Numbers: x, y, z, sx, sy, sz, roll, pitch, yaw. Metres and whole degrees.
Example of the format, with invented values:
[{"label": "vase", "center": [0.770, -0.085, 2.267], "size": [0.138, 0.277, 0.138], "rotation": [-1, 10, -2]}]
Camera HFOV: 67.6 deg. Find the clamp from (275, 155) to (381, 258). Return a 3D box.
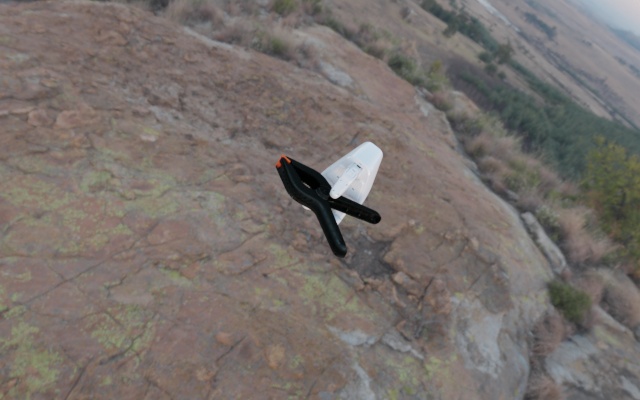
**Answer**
[{"label": "clamp", "center": [0.000, 0.002, 0.822], "size": [0.210, 0.036, 0.164], "rotation": [39, 32, 3]}]
